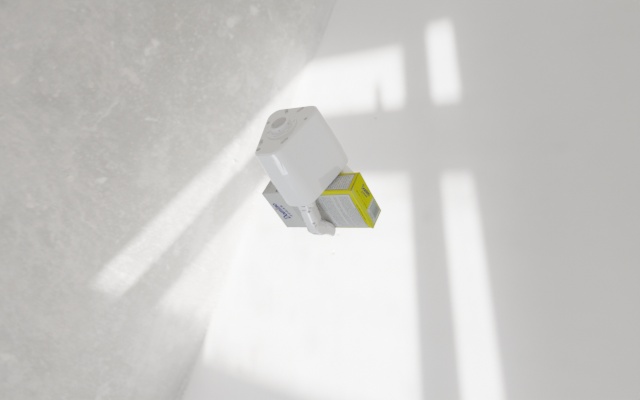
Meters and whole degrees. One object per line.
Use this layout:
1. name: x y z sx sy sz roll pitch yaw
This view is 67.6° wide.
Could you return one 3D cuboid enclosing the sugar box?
1. sugar box: 0.000 0.002 0.777 0.176 0.048 0.093 1 -41 36
